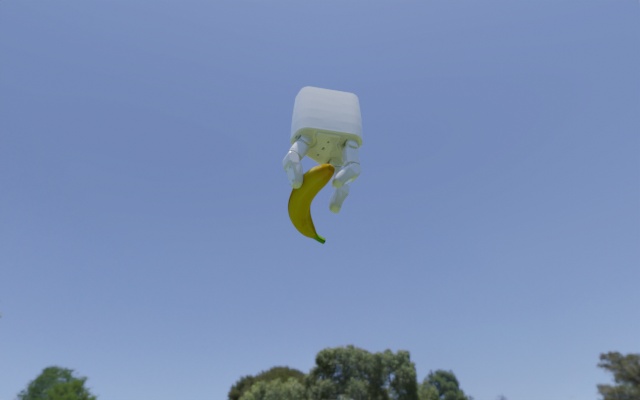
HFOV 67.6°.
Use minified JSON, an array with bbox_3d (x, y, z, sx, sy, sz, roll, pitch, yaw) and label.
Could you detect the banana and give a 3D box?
[{"bbox_3d":[-0.019,0.003,0.778,0.069,0.037,0.198,4,-37,-1],"label":"banana"}]
